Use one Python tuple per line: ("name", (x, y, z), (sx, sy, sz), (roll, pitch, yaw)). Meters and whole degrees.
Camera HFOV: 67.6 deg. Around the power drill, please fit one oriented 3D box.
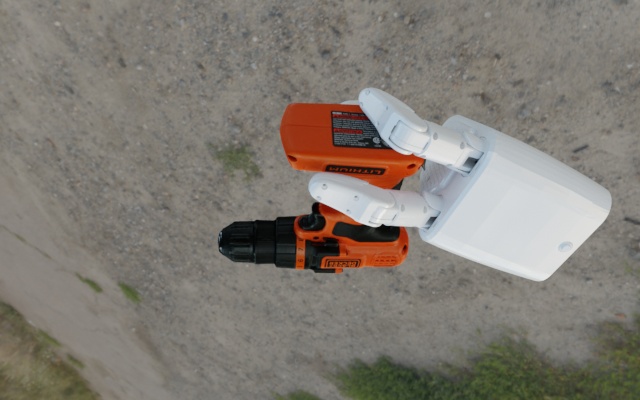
("power drill", (0.000, 0.001, 0.411), (0.184, 0.057, 0.188), (0, -34, -7))
